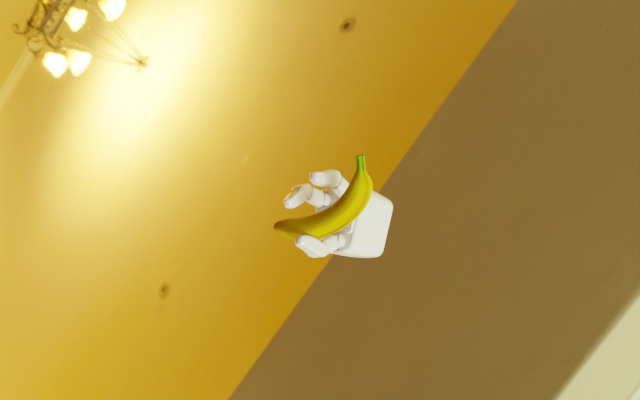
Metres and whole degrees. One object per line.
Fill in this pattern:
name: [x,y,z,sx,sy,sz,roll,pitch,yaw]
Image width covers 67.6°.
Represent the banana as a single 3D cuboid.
banana: [0.010,0.016,0.701,0.198,0.069,0.037,-38,-24,29]
